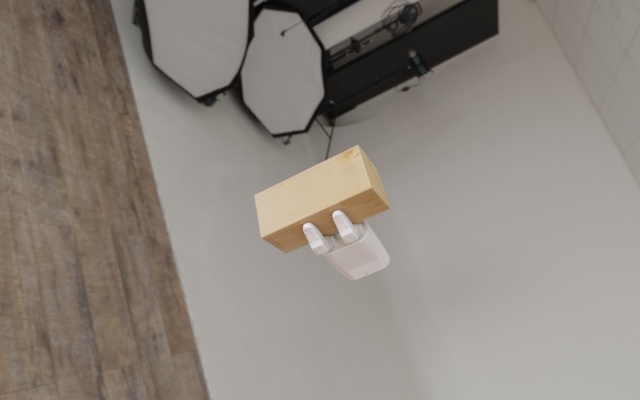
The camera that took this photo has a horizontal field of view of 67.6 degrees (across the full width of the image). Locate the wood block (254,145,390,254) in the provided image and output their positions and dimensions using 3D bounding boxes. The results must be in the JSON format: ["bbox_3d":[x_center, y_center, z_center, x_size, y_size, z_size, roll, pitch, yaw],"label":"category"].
[{"bbox_3d":[0.000,0.003,0.822,0.206,0.090,0.090,-25,-34,17],"label":"wood block"}]
